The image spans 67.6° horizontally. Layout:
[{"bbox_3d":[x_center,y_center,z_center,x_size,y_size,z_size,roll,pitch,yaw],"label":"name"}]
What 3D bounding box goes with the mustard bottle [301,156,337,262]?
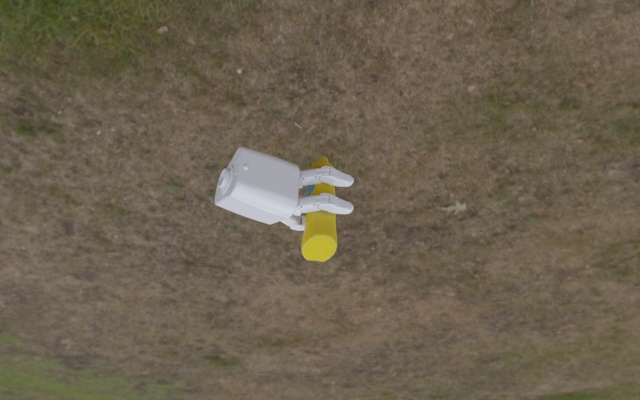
[{"bbox_3d":[0.000,0.003,0.836,0.058,0.191,0.096,5,-33,-5],"label":"mustard bottle"}]
